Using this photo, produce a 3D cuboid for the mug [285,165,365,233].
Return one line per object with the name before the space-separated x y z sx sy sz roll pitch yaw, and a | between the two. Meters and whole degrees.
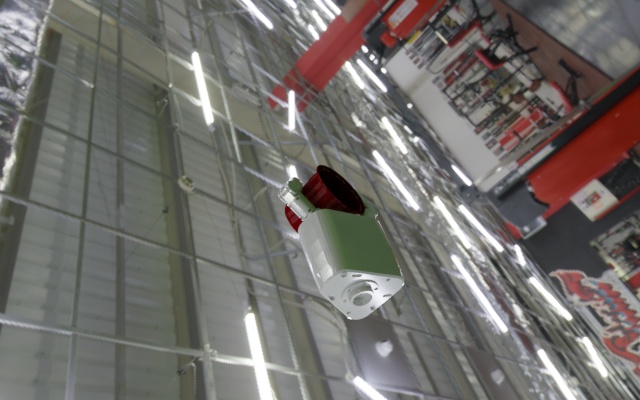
mug | 0.000 0.001 0.695 0.093 0.081 0.117 30 25 -36
